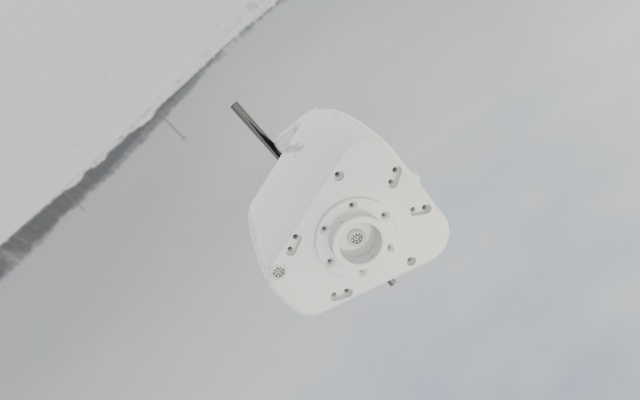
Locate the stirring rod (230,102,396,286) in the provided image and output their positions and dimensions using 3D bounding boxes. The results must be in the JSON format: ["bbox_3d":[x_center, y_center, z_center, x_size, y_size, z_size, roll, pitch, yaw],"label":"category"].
[{"bbox_3d":[0.000,0.001,0.453,0.239,0.011,0.011,48,-22,-21],"label":"stirring rod"}]
